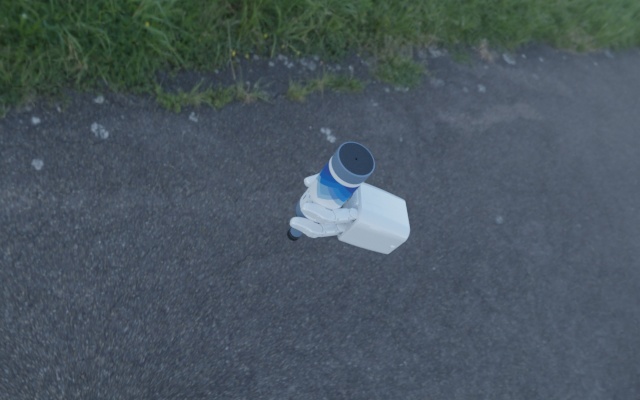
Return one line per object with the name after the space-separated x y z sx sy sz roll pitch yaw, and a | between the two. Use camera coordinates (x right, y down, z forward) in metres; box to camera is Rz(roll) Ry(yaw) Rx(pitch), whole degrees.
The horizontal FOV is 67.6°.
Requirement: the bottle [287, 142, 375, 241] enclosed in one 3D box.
0.000 0.003 0.874 0.069 0.069 0.296 0 -28 -26 | bottle
